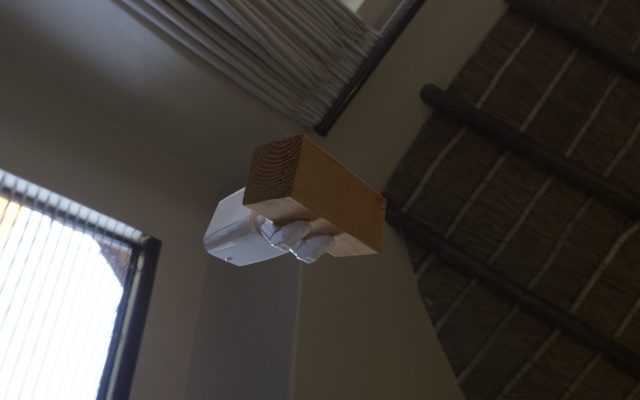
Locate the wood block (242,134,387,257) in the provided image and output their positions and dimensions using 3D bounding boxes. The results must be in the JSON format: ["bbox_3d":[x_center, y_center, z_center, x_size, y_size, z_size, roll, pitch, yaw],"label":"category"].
[{"bbox_3d":[0.000,0.002,0.677,0.090,0.090,0.206,-10,-30,37],"label":"wood block"}]
